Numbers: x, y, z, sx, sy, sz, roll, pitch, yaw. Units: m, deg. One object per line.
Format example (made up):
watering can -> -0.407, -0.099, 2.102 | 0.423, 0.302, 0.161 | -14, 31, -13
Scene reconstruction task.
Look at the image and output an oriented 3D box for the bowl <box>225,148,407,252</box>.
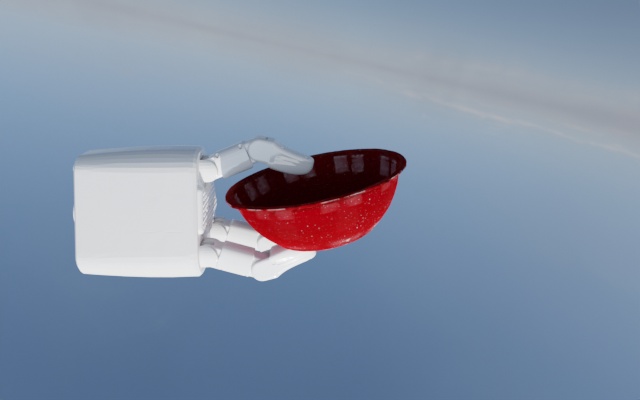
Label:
bowl -> 0.001, 0.002, 0.429 | 0.162, 0.055, 0.162 | -11, 18, 4
